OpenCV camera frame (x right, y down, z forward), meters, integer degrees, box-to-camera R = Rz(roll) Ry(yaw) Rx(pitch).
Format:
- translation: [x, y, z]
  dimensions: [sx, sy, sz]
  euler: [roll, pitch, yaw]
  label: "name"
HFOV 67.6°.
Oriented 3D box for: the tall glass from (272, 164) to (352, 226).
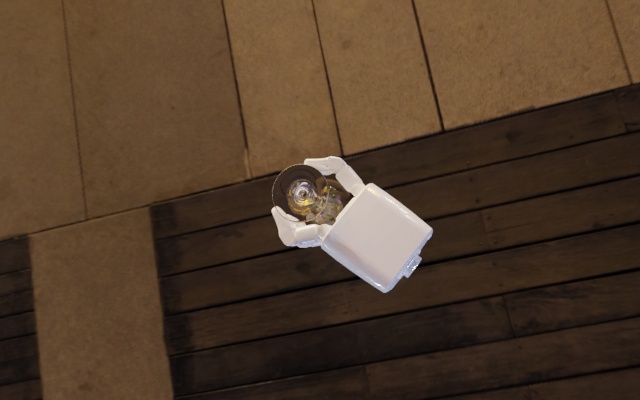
- translation: [0.000, 0.002, 0.692]
  dimensions: [0.079, 0.079, 0.201]
  euler: [0, -6, 15]
  label: "tall glass"
